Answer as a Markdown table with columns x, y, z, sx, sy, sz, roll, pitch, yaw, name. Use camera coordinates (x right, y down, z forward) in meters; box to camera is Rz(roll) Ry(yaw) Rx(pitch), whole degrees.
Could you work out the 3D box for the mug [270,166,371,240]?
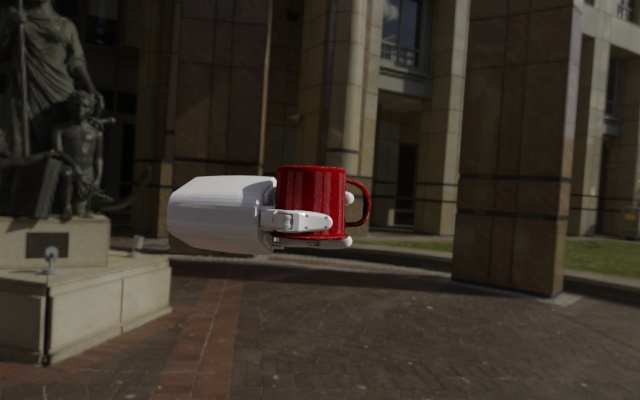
| x | y | z | sx | sy | sz | roll | pitch | yaw | name |
| --- | --- | --- | --- | --- | --- | --- | --- | --- | --- |
| 0.002 | 0.002 | 0.559 | 0.117 | 0.081 | 0.093 | 2 | 2 | 5 | mug |
